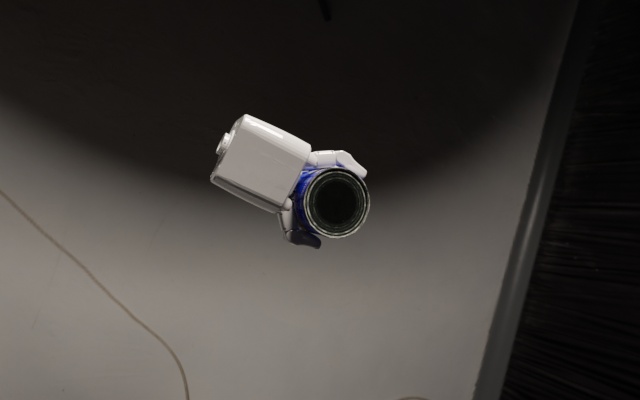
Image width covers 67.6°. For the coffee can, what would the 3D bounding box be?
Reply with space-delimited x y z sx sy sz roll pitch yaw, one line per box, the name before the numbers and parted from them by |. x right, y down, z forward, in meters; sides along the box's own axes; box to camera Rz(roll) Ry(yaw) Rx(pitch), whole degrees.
coffee can | 0.000 0.003 0.743 0.103 0.103 0.140 0 1 -21
